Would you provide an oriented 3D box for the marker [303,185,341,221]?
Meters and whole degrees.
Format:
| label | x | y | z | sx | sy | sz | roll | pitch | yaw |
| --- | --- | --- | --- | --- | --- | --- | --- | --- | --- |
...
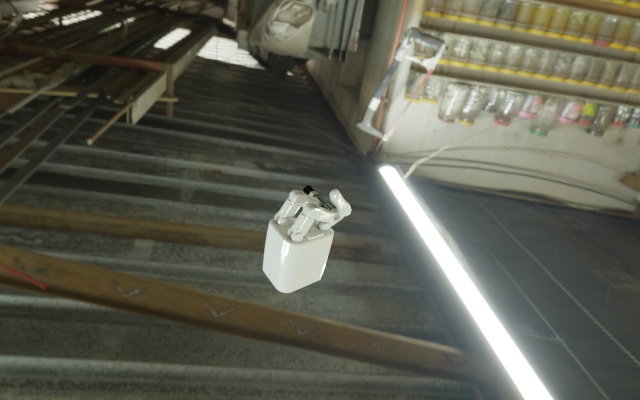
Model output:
| label | x | y | z | sx | sy | sz | roll | pitch | yaw |
| --- | --- | --- | --- | --- | --- | --- | --- | --- | --- |
| marker | 0.000 | 0.003 | 0.892 | 0.020 | 0.020 | 0.121 | 0 | 26 | -32 |
